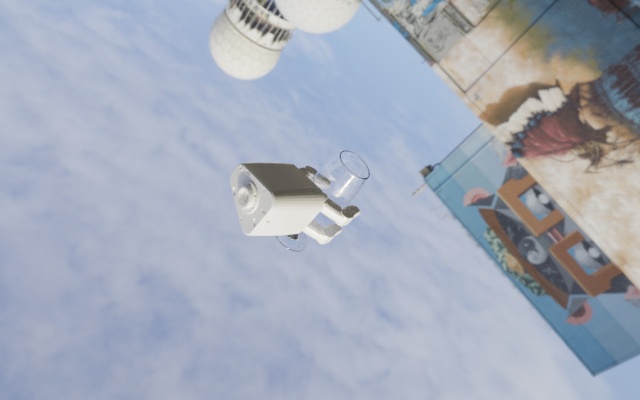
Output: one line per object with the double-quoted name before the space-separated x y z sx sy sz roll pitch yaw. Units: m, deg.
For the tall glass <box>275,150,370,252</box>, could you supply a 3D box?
"tall glass" 0.000 0.003 0.830 0.079 0.079 0.201 0 -38 -46
